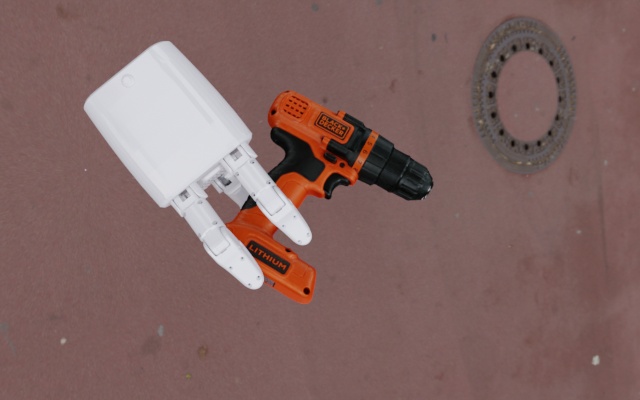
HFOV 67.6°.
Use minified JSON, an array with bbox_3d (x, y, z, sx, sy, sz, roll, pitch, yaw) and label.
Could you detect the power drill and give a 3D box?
[{"bbox_3d":[0.000,0.002,0.469,0.184,0.187,0.057,29,-20,3],"label":"power drill"}]
